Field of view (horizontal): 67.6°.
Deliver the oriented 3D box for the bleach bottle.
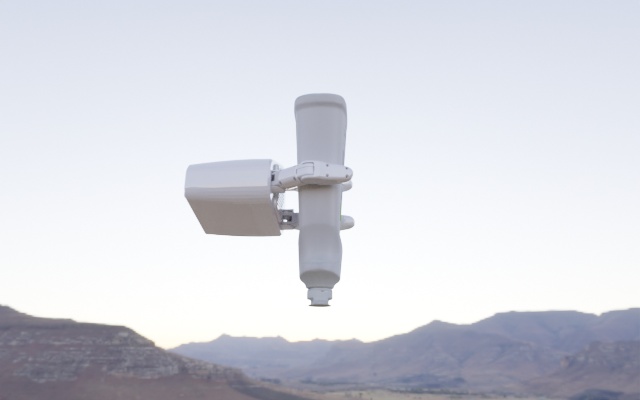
[{"bbox_3d":[0.000,0.002,0.589,0.068,0.250,0.103,-1,-19,5],"label":"bleach bottle"}]
